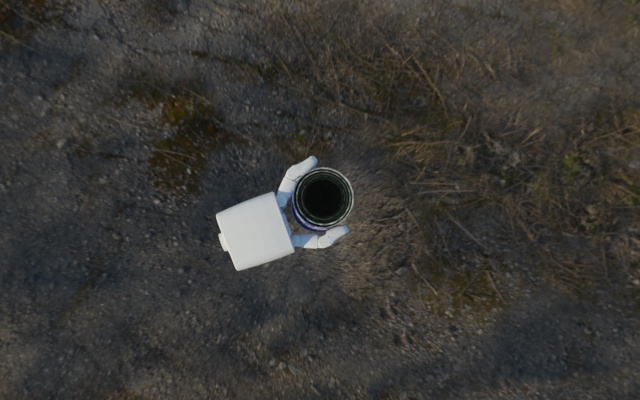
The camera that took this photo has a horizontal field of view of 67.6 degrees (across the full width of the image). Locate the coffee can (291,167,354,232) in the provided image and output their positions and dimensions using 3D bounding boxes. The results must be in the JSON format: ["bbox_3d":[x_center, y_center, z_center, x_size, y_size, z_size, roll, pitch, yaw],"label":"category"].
[{"bbox_3d":[0.000,0.003,0.852,0.103,0.103,0.140,0,-6,-4],"label":"coffee can"}]
